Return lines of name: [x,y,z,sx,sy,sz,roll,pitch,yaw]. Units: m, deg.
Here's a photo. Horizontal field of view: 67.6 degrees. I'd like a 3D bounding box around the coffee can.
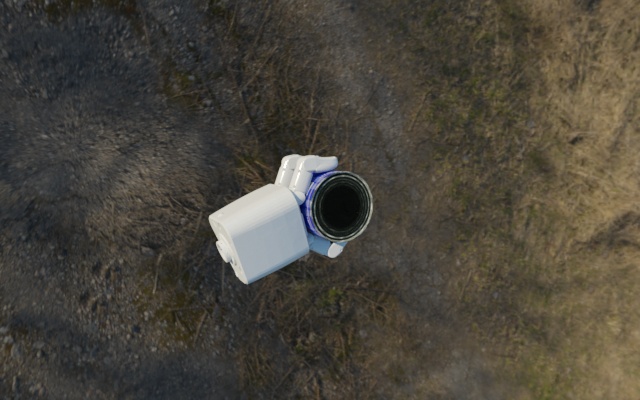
coffee can: [0.000,0.002,0.735,0.103,0.103,0.140,0,6,-27]
